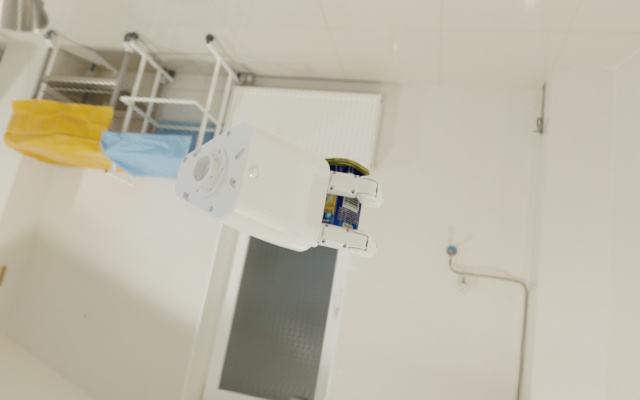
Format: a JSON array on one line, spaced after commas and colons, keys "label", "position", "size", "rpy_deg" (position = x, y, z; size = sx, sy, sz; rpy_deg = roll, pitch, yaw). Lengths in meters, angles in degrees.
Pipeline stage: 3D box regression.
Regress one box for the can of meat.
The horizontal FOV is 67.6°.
[{"label": "can of meat", "position": [0.000, 0.002, 0.547], "size": [0.102, 0.084, 0.057], "rpy_deg": [-1, -18, 39]}]
